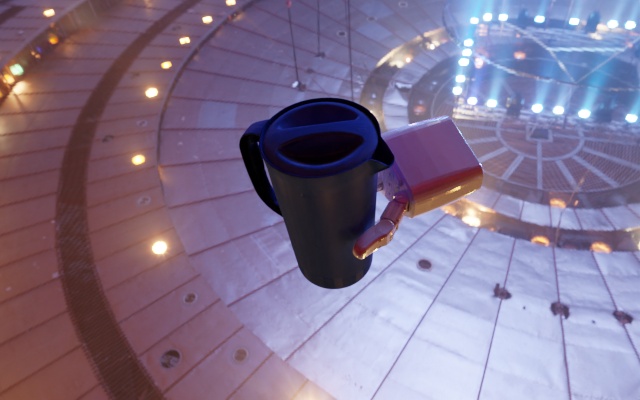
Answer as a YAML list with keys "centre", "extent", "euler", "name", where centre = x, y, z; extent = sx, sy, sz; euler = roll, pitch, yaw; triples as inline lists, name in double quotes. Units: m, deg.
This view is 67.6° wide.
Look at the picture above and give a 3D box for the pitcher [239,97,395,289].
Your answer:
- centre: [0.000, 0.002, 0.602]
  extent: [0.145, 0.243, 0.149]
  euler: [-21, 49, -12]
  name: "pitcher"
